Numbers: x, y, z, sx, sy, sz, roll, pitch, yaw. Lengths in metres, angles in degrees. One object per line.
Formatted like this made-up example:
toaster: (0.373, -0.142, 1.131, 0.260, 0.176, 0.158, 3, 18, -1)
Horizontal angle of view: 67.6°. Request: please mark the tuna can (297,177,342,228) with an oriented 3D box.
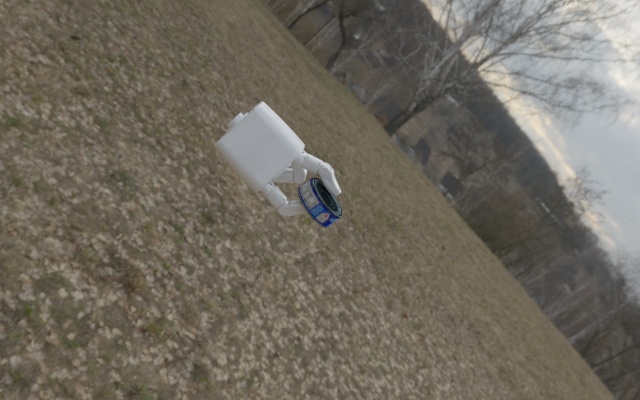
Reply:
tuna can: (0.001, 0.002, 0.818, 0.034, 0.086, 0.086, -35, -11, 16)
